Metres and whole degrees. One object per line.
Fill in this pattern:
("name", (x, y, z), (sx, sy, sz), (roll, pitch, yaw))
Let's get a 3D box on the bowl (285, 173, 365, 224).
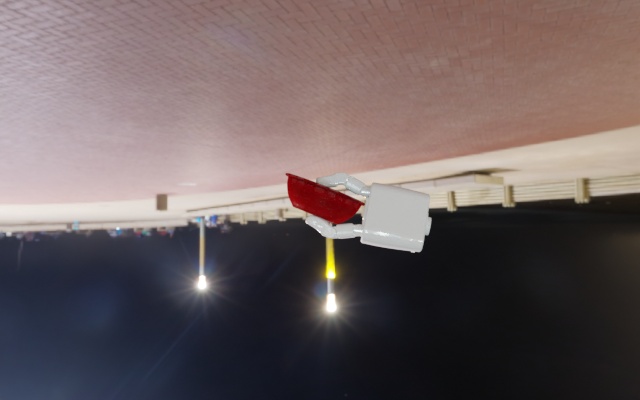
("bowl", (-0.001, 0.003, 0.890), (0.162, 0.055, 0.162), (22, -1, 1))
